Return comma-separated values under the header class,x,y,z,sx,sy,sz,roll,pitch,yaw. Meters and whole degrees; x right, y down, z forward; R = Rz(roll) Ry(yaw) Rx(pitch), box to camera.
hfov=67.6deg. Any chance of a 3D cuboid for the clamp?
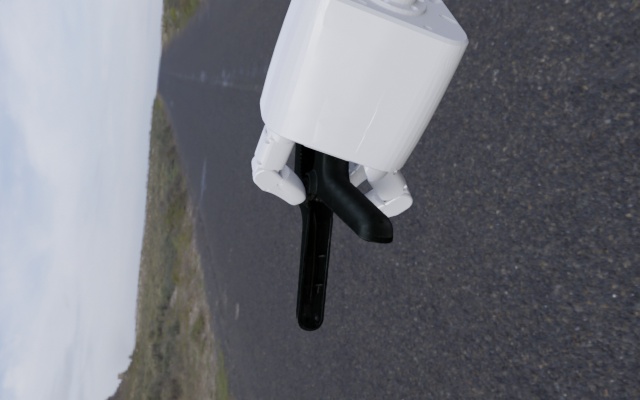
class,x,y,z,sx,sy,sz,roll,pitch,yaw
clamp,-0.001,0.001,0.433,0.036,0.209,0.165,7,-45,-20
